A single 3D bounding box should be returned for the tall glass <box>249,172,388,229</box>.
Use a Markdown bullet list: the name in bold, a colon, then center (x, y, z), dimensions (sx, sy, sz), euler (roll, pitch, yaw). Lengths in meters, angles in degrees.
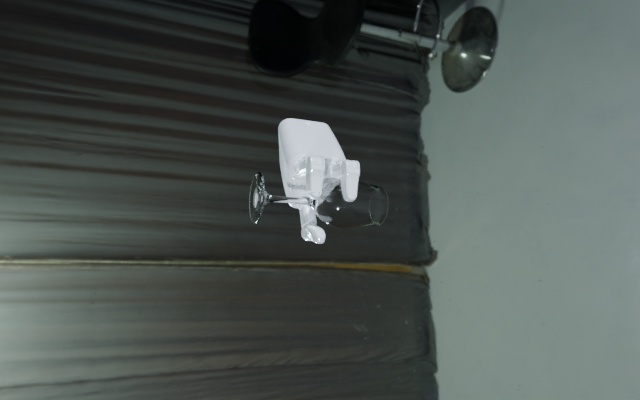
- **tall glass**: center (-0.001, 0.002, 0.716), dimensions (0.201, 0.079, 0.079), euler (4, -2, -22)
